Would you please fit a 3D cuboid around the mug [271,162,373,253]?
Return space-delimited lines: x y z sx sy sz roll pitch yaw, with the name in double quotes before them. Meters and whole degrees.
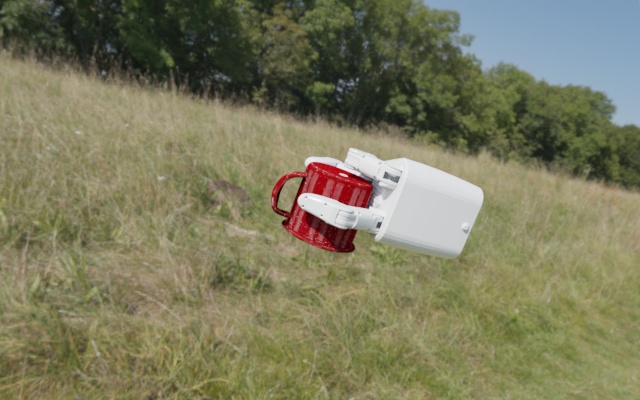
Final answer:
"mug" -0.001 0.001 0.556 0.117 0.081 0.093 16 12 -18
